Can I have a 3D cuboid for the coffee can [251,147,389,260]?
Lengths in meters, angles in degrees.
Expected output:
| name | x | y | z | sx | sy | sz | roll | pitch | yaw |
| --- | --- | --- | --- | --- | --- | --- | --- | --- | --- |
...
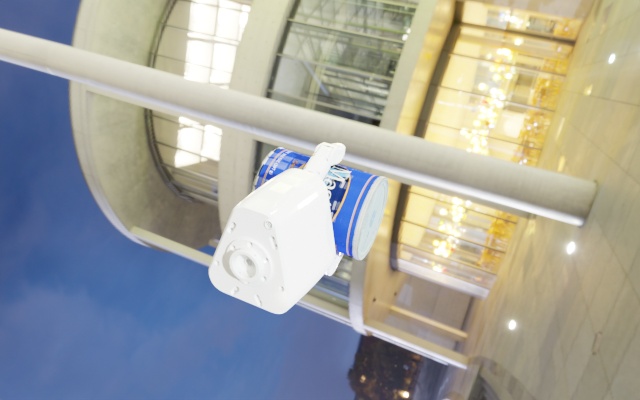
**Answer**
| name | x | y | z | sx | sy | sz | roll | pitch | yaw |
| --- | --- | --- | --- | --- | --- | --- | --- | --- | --- |
| coffee can | 0.000 | 0.002 | 0.584 | 0.140 | 0.103 | 0.103 | 18 | 6 | 18 |
